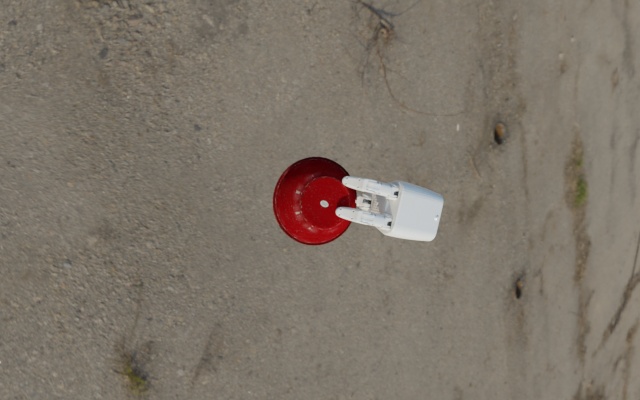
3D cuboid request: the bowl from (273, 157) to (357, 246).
[{"bbox_3d":[-0.001,0.003,0.840,0.162,0.162,0.055,0,3,-19],"label":"bowl"}]
